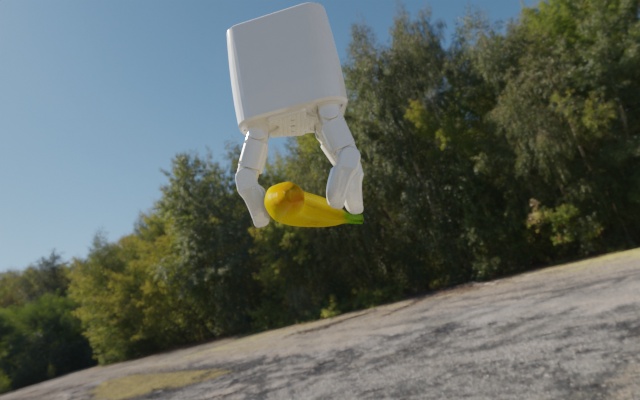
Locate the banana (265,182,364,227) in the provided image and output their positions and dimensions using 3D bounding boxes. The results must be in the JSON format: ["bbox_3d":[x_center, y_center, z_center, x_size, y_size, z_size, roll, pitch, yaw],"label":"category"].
[{"bbox_3d":[-0.016,0.005,0.487,0.069,0.037,0.198,-10,-9,20],"label":"banana"}]
